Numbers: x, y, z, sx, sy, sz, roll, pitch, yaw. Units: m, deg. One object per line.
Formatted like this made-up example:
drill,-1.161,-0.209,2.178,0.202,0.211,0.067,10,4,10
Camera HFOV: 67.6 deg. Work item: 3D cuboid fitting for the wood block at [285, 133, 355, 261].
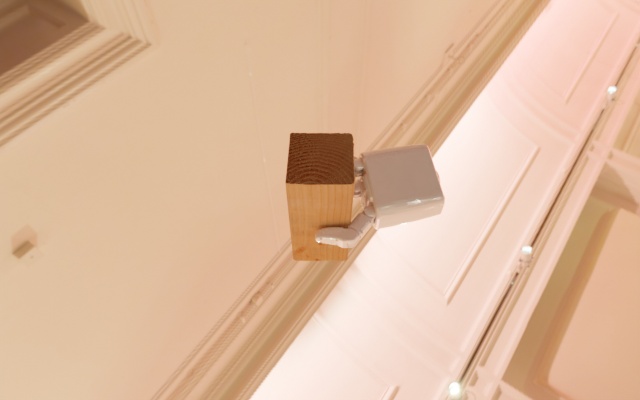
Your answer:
wood block,0.001,0.003,0.713,0.090,0.090,0.206,1,-36,1
